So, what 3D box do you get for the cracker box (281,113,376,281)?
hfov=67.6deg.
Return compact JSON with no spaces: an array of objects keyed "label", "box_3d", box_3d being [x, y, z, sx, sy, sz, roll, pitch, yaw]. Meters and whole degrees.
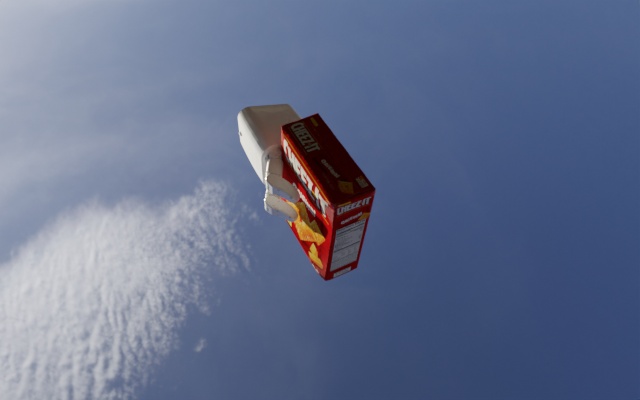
[{"label":"cracker box","box_3d":[0.000,0.002,0.738,0.072,0.164,0.214,-22,-32,-19]}]
